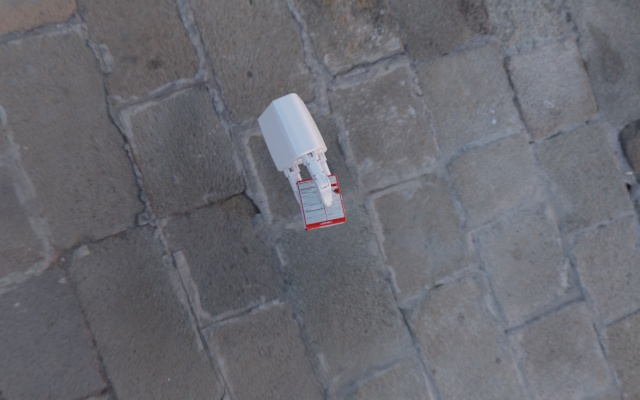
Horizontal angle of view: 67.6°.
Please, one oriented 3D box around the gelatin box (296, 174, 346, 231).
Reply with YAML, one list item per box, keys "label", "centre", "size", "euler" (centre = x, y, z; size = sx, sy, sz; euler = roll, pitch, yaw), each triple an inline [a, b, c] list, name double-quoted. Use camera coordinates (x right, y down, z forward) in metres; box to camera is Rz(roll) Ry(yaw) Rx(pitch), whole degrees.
- label: "gelatin box"
  centre: [0.000, 0.003, 0.850]
  size: [0.073, 0.089, 0.030]
  euler: [-11, -8, -10]
